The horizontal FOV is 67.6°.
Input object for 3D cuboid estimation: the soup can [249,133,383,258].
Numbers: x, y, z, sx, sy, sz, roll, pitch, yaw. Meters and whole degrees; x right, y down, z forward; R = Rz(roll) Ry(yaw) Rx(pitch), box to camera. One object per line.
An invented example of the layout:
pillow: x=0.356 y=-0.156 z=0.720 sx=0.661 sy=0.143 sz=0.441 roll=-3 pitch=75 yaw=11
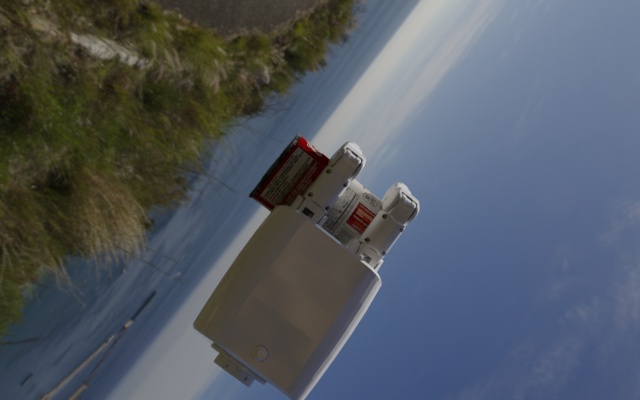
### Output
soup can: x=0.001 y=0.001 z=0.405 sx=0.102 sy=0.068 sz=0.068 roll=38 pitch=-4 yaw=-5
